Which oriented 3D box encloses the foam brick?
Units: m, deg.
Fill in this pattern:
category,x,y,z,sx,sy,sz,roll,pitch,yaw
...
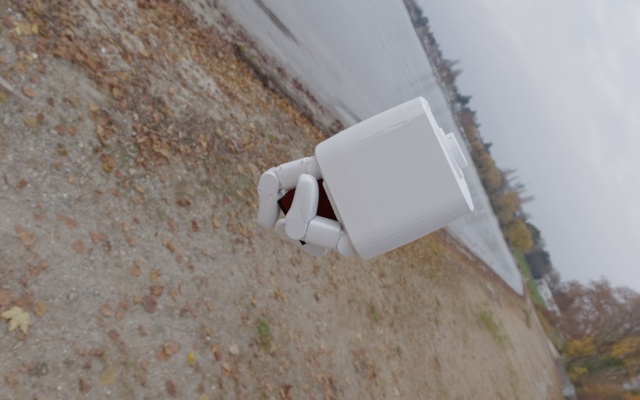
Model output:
category,x,y,z,sx,sy,sz,roll,pitch,yaw
foam brick,0.000,0.001,0.484,0.051,0.053,0.078,-26,10,19
